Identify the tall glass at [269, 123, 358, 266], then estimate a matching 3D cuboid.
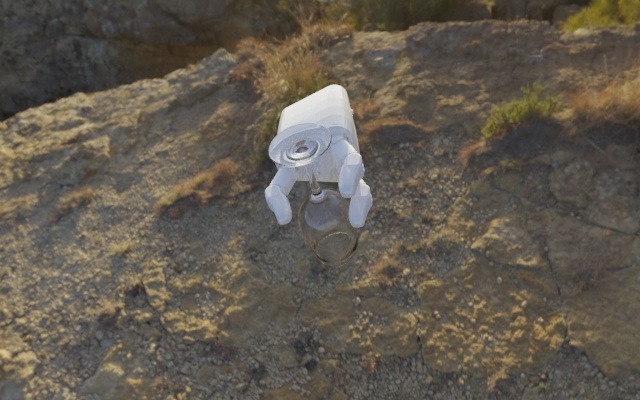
[{"bbox_3d":[0.000,0.002,0.610,0.079,0.079,0.201,0,-42,19],"label":"tall glass"}]
